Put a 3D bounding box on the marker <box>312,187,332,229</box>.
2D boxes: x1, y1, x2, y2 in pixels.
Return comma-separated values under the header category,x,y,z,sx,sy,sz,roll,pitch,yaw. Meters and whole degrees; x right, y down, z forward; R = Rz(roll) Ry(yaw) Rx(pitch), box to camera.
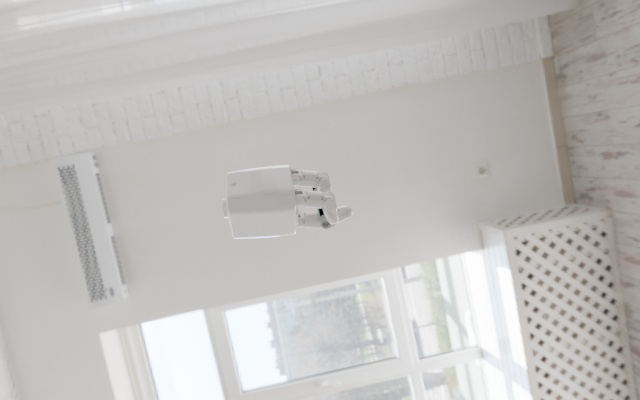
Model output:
category,x,y,z,sx,sy,sz,roll,pitch,yaw
marker,0.000,0.003,0.838,0.020,0.020,0.121,0,38,-11
